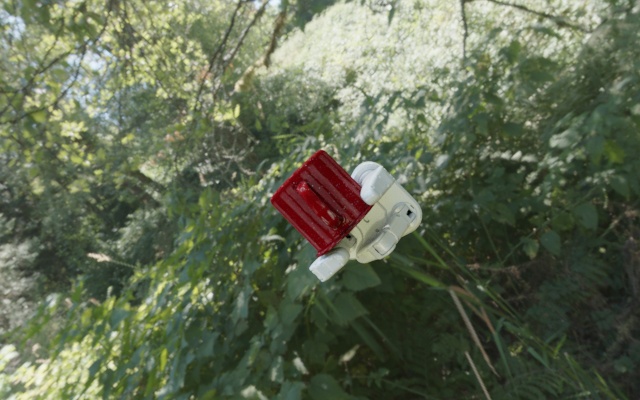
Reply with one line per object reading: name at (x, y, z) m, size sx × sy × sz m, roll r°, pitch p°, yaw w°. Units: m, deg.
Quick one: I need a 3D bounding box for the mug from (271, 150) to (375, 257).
mug at (0.000, 0.002, 0.501) m, size 0.093 × 0.081 × 0.117 m, roll -45°, pitch 2°, yaw 8°
